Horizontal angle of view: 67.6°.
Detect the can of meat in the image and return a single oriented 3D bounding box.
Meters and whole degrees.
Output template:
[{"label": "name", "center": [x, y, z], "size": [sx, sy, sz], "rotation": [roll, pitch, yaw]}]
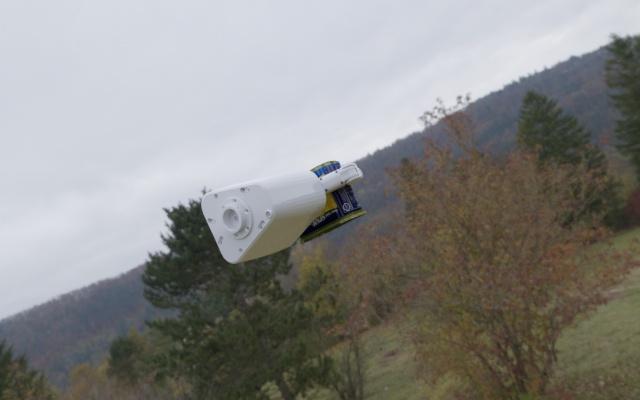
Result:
[{"label": "can of meat", "center": [0.000, 0.002, 0.666], "size": [0.102, 0.084, 0.057], "rotation": [-29, -7, 35]}]
